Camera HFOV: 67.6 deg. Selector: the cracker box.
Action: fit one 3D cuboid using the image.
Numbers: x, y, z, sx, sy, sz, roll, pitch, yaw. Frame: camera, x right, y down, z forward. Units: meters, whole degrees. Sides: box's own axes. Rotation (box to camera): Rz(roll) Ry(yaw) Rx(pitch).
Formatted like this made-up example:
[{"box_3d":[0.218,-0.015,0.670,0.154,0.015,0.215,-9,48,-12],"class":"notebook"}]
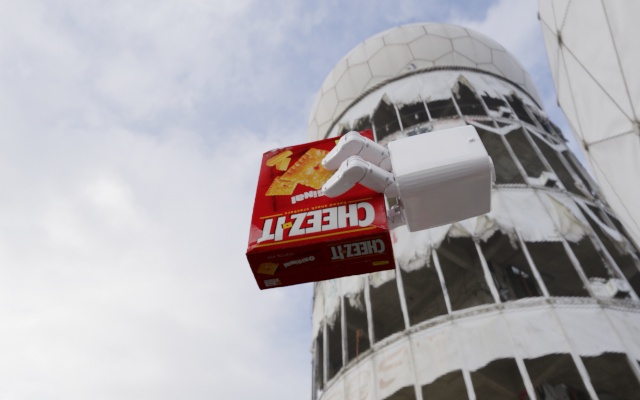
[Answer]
[{"box_3d":[0.000,0.002,0.614,0.164,0.072,0.213,-11,37,8],"class":"cracker box"}]
